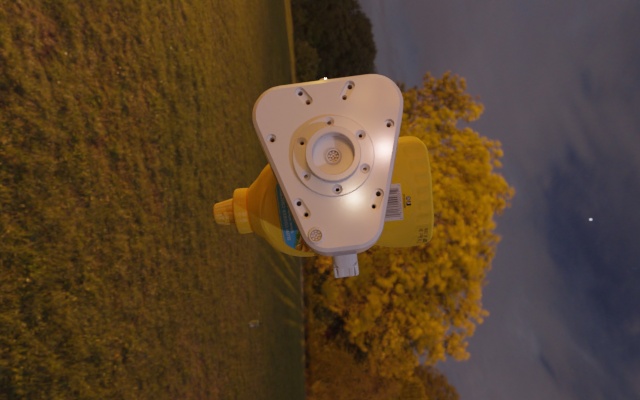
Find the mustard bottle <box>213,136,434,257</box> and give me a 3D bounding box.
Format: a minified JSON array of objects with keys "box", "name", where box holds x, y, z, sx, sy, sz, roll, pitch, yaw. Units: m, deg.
[{"box":[0.000,0.001,0.428,0.191,0.096,0.058,-7,19,2],"name":"mustard bottle"}]
